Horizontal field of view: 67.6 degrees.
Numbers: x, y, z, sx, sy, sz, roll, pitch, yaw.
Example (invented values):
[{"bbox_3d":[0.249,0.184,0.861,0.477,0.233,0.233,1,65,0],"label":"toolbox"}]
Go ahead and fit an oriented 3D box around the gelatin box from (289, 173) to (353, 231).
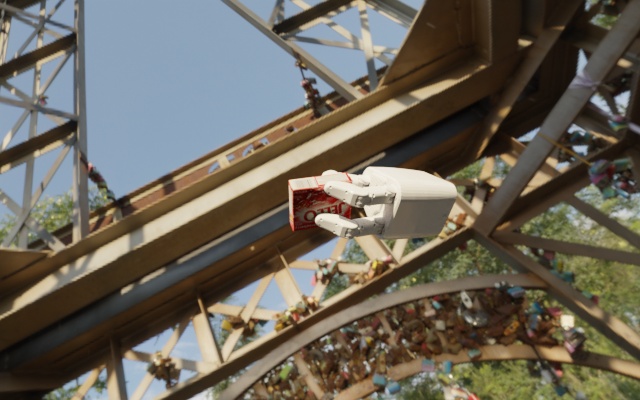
[{"bbox_3d":[0.000,0.002,0.687,0.089,0.073,0.030,-8,37,-13],"label":"gelatin box"}]
